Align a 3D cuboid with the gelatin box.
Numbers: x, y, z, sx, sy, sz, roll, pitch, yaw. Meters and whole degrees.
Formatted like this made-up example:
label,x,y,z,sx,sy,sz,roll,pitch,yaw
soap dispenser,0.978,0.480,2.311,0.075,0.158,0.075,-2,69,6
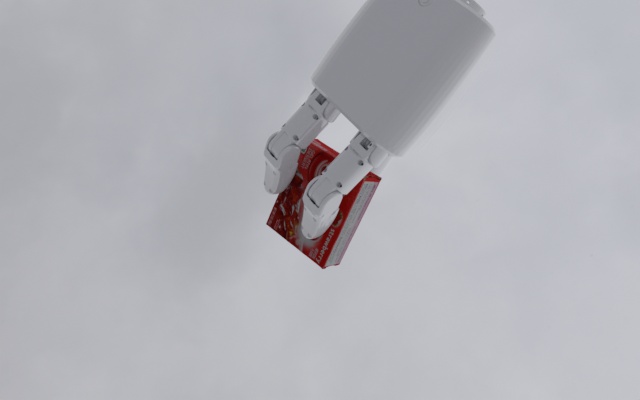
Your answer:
label,x,y,z,sx,sy,sz,roll,pitch,yaw
gelatin box,0.000,0.002,0.410,0.073,0.089,0.030,35,20,30
